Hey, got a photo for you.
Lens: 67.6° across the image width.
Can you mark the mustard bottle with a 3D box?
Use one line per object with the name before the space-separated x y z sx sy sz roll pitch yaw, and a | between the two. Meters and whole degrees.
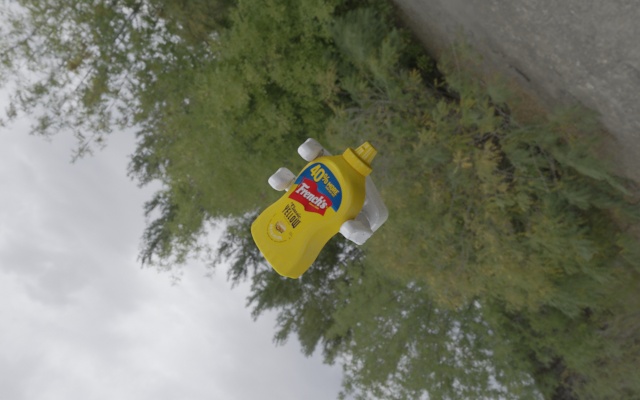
mustard bottle | 0.000 0.002 0.603 0.058 0.191 0.096 27 21 -52
